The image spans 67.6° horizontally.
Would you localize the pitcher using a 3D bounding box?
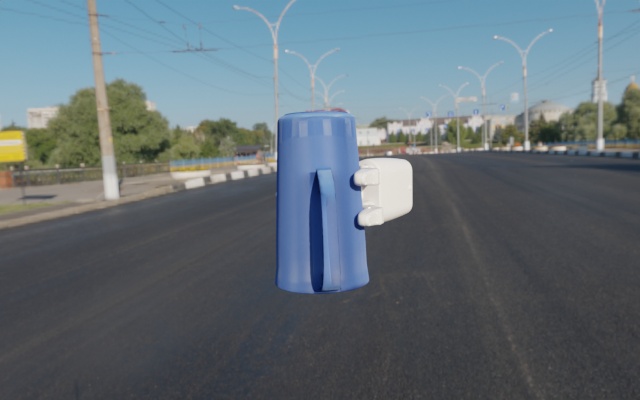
[{"bbox_3d":[0.000,0.002,0.659,0.149,0.243,0.145,2,8,39],"label":"pitcher"}]
